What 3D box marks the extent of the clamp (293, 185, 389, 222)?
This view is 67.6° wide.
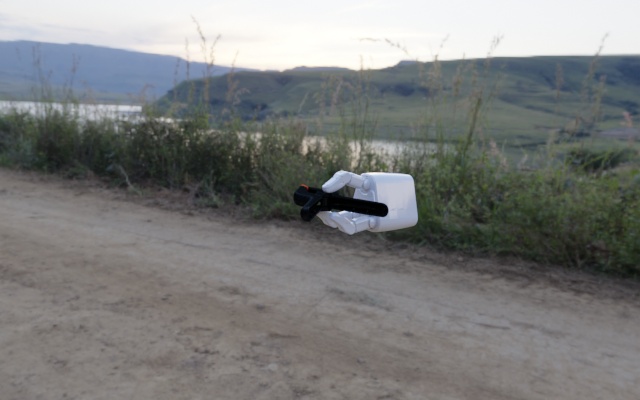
[{"bbox_3d":[0.000,0.002,0.883,0.164,0.036,0.210,-3,13,-32],"label":"clamp"}]
